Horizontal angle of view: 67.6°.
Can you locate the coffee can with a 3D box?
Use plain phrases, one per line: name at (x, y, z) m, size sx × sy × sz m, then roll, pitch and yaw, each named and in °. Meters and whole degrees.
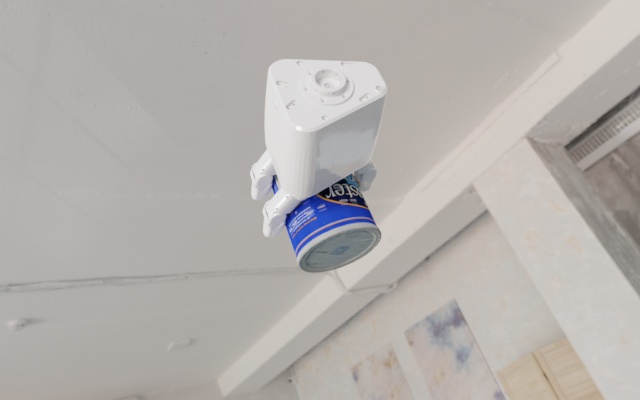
coffee can at (0.000, 0.002, 0.581) m, size 0.103 × 0.140 × 0.103 m, roll -17°, pitch -29°, yaw -10°
